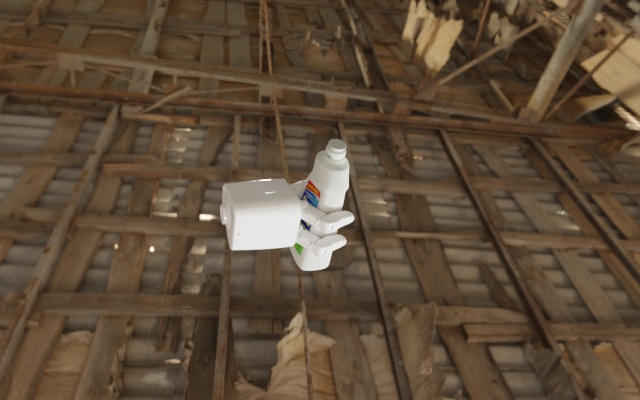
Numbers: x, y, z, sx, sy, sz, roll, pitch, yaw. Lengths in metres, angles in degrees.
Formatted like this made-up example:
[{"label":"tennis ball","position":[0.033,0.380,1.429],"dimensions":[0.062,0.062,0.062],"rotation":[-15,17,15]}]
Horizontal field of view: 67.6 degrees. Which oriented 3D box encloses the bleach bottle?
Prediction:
[{"label":"bleach bottle","position":[0.000,0.003,0.811],"dimensions":[0.068,0.251,0.102],"rotation":[-4,43,-20]}]
